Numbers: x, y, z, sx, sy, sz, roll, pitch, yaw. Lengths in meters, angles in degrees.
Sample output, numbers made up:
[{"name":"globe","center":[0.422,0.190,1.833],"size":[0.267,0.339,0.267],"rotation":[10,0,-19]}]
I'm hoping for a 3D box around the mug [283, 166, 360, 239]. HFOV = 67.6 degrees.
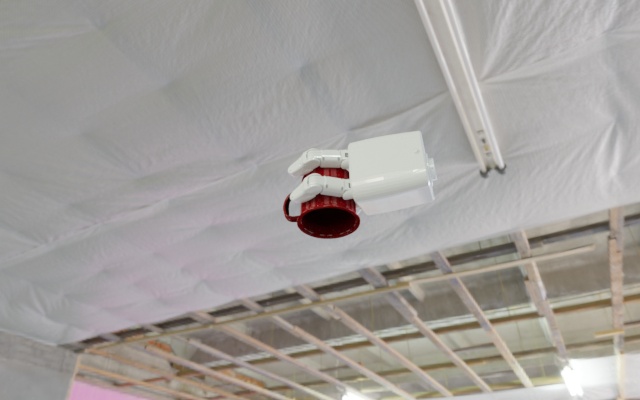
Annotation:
[{"name":"mug","center":[-0.001,0.002,0.723],"size":[0.117,0.081,0.093],"rotation":[-10,-35,14]}]
